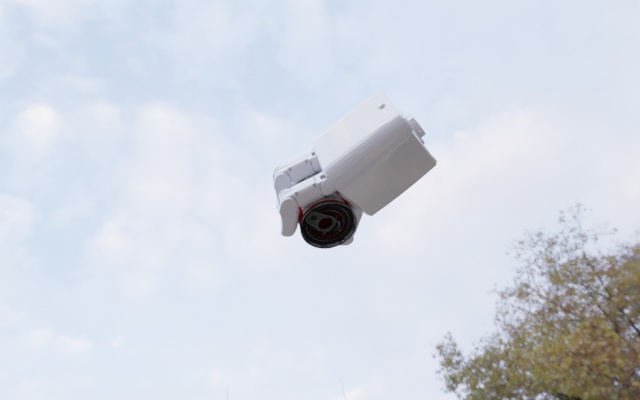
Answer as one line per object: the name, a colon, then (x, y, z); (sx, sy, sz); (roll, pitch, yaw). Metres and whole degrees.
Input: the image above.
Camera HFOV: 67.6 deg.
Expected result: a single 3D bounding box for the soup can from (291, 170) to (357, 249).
soup can: (0.000, 0.002, 0.598); (0.068, 0.068, 0.102); (0, 34, -13)
